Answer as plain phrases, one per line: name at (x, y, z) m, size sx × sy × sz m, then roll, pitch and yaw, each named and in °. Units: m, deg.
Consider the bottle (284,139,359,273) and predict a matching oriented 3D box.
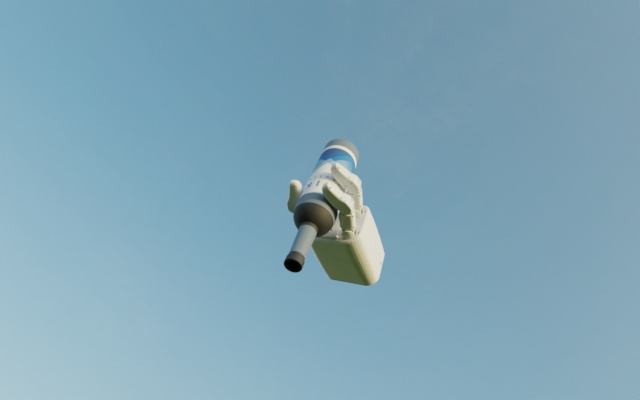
bottle at (0.000, 0.002, 0.773) m, size 0.069 × 0.069 × 0.295 m, roll 0°, pitch 37°, yaw 19°
